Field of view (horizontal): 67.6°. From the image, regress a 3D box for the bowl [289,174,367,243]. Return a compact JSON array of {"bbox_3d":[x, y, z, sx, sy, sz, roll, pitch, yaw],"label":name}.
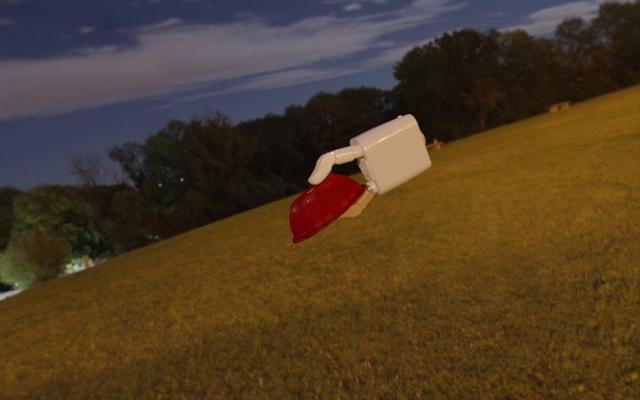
[{"bbox_3d":[-0.001,0.003,0.822,0.162,0.055,0.162,-38,8,6],"label":"bowl"}]
